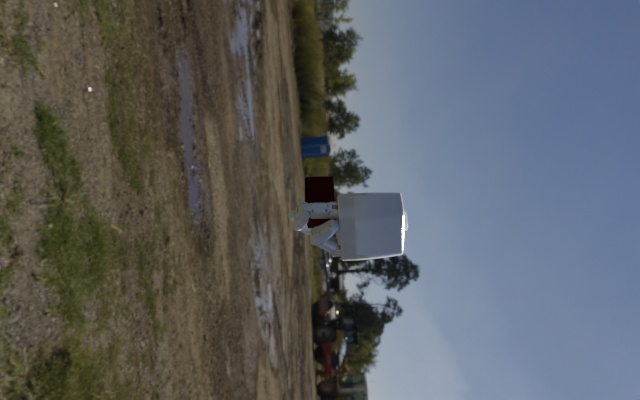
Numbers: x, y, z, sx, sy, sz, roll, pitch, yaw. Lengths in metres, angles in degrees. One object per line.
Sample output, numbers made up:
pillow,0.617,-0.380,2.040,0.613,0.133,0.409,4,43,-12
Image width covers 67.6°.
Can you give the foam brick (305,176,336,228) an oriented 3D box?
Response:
foam brick,0.000,0.002,0.837,0.051,0.078,0.053,-4,-40,2
